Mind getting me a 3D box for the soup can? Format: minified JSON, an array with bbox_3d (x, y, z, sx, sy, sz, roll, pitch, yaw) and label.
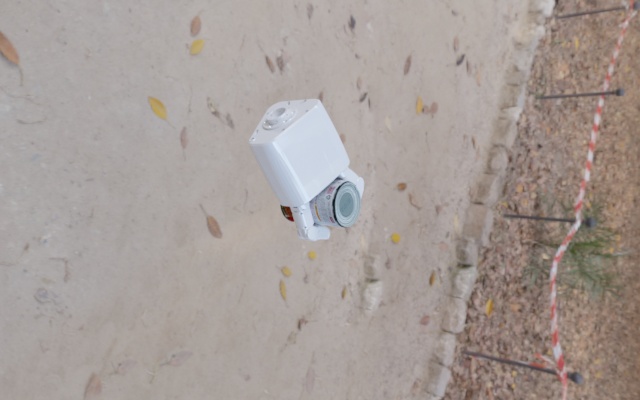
[{"bbox_3d":[0.000,0.003,0.706,0.102,0.068,0.068,5,3,38],"label":"soup can"}]
